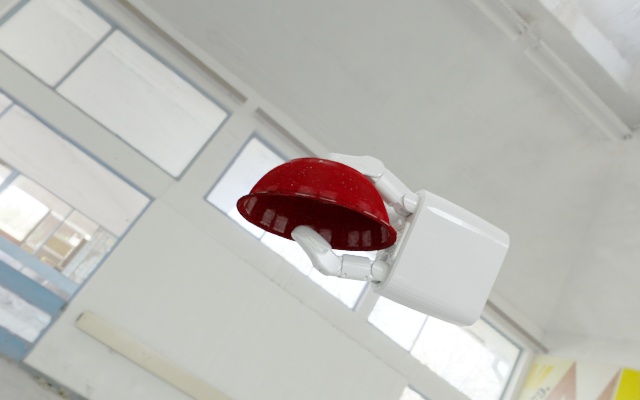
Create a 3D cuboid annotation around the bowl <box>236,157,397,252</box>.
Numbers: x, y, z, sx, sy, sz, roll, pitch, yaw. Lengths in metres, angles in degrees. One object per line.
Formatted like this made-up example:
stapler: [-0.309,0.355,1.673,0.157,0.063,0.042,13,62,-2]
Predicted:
bowl: [-0.001,0.001,0.479,0.162,0.055,0.162,11,-20,4]
